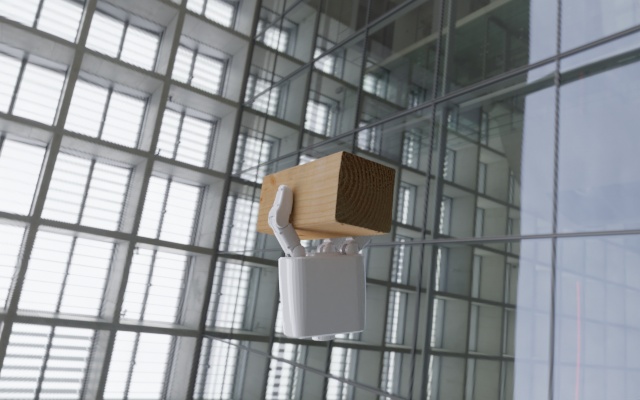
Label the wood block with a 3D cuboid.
[{"bbox_3d":[0.000,0.003,0.674,0.091,0.090,0.206,14,-14,-33],"label":"wood block"}]
